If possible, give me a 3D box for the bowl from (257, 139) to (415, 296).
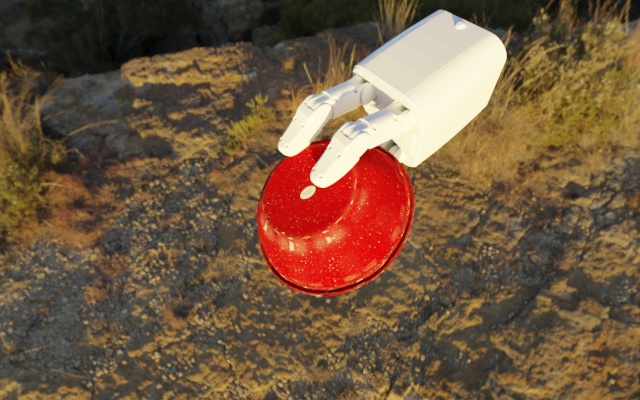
[{"bbox_3d":[-0.001,0.002,0.436,0.162,0.162,0.055,0,-24,28],"label":"bowl"}]
